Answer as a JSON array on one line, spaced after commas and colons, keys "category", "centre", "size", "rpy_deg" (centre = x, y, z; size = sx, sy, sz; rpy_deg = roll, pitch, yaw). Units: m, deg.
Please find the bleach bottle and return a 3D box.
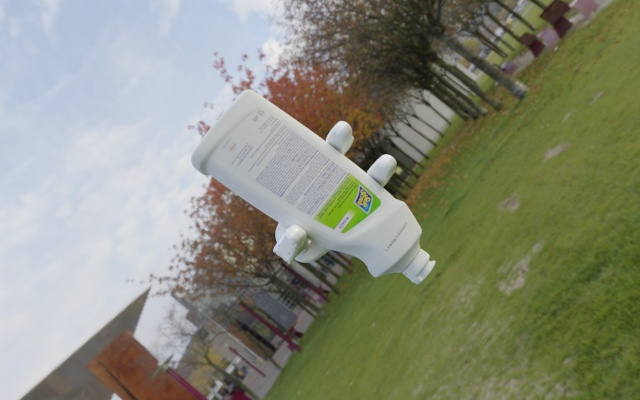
[{"category": "bleach bottle", "centre": [0.000, 0.001, 0.479], "size": [0.251, 0.102, 0.068], "rpy_deg": [38, -5, 4]}]
